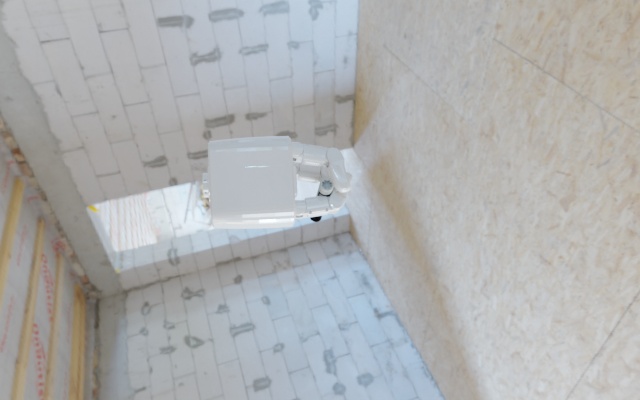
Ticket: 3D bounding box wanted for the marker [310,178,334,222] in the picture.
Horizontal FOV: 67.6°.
[{"bbox_3d":[0.000,0.002,0.668,0.020,0.020,0.121,0,-23,-8],"label":"marker"}]
